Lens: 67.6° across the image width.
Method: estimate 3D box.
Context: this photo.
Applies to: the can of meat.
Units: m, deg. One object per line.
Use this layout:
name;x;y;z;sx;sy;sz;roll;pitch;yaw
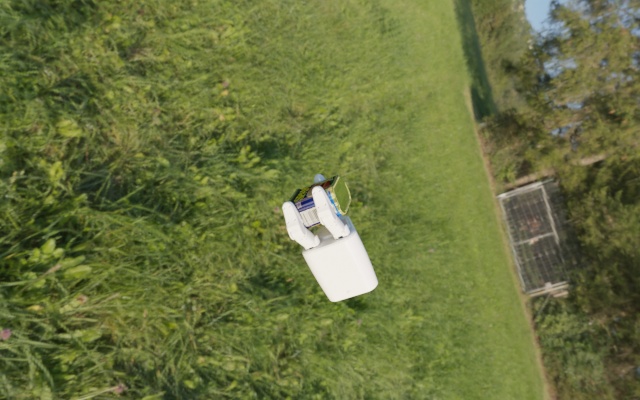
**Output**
can of meat;0.000;0.002;0.803;0.084;0.057;0.102;-21;15;18
